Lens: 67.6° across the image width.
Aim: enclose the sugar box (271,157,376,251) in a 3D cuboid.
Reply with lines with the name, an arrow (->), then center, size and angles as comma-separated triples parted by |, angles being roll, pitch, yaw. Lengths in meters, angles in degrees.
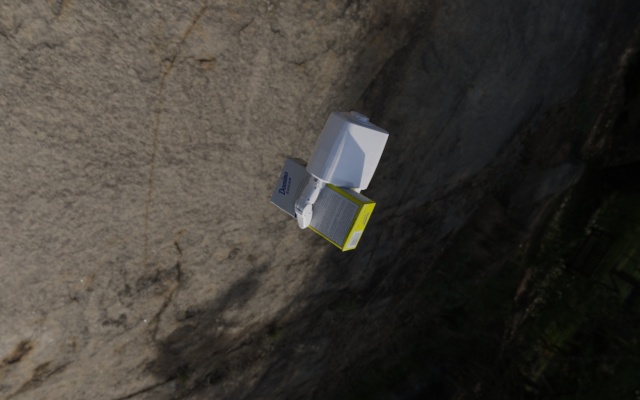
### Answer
sugar box -> 0.001, 0.003, 0.831 | 0.176, 0.093, 0.048 | 34, 21, 30
